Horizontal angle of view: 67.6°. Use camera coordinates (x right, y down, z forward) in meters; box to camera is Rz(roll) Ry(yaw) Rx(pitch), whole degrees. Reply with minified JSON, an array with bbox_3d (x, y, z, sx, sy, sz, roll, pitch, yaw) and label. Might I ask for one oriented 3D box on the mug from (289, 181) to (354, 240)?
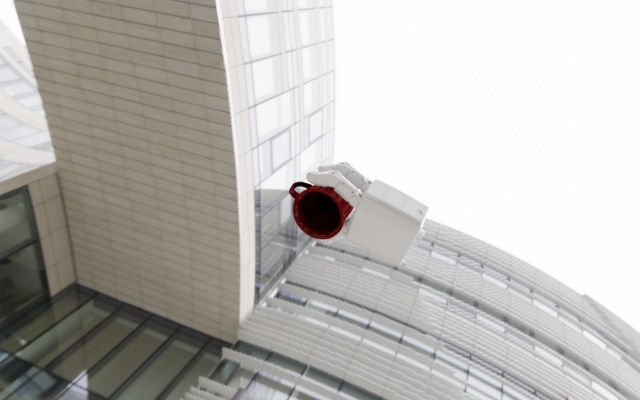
[{"bbox_3d":[-0.001,0.002,0.825,0.117,0.093,0.081,29,31,10],"label":"mug"}]
